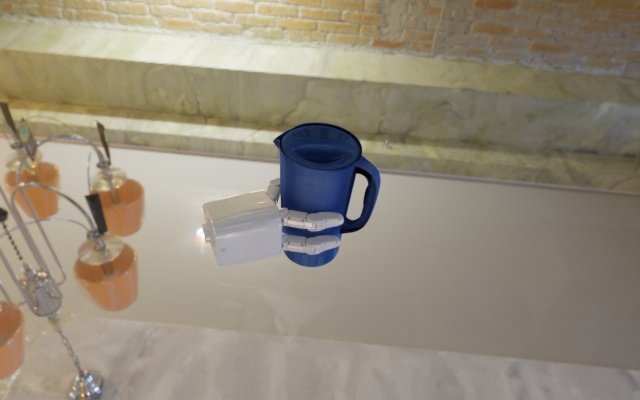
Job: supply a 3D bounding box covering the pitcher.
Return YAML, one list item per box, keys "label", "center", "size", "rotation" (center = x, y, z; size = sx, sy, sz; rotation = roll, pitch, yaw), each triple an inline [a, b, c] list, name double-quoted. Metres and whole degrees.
- label: "pitcher"
  center: [0.000, 0.003, 0.821]
  size: [0.145, 0.243, 0.149]
  rotation: [-11, 43, -19]
